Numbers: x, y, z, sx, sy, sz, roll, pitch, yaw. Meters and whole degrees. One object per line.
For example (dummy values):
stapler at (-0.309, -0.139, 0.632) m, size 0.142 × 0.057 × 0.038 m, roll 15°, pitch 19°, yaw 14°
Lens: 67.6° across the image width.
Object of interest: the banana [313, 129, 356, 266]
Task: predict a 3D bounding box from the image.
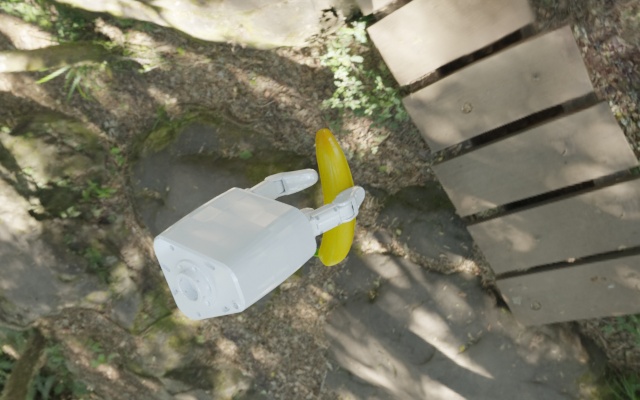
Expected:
banana at (0.013, 0.013, 0.573) m, size 0.069 × 0.198 × 0.037 m, roll 31°, pitch 44°, yaw 32°
